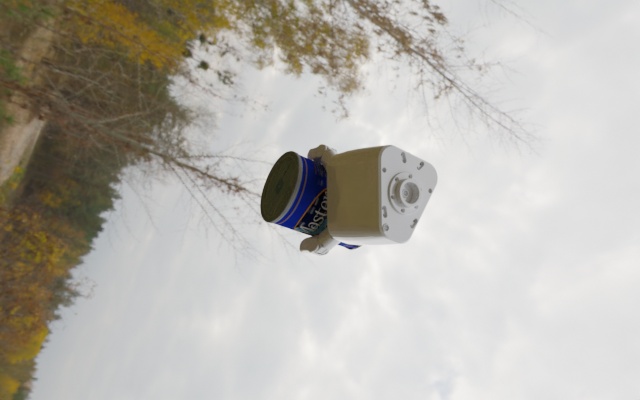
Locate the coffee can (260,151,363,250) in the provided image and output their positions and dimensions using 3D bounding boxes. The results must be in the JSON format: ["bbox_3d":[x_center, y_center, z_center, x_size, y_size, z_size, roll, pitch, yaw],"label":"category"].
[{"bbox_3d":[0.000,0.002,0.679,0.140,0.103,0.103,21,-10,-28],"label":"coffee can"}]
